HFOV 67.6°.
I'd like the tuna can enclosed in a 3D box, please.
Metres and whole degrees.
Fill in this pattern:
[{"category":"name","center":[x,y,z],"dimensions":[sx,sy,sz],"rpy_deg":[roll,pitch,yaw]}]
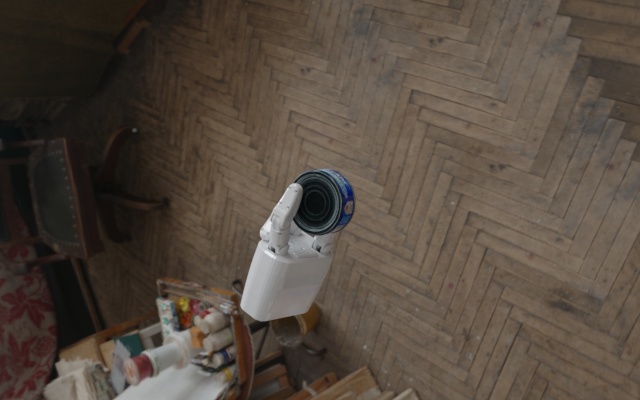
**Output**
[{"category":"tuna can","center":[0.000,0.002,0.617],"dimensions":[0.086,0.086,0.034],"rpy_deg":[0,4,33]}]
